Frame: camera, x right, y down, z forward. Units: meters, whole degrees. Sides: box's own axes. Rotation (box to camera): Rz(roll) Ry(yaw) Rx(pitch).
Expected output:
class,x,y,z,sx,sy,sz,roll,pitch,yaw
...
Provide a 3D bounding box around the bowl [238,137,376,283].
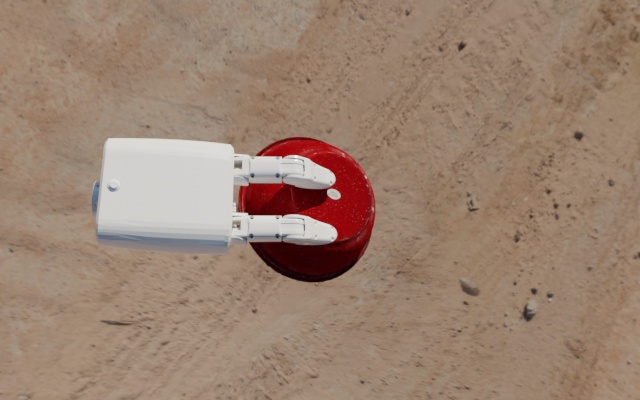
class,x,y,z,sx,sy,sz,roll,pitch,yaw
bowl,0.001,0.001,0.495,0.162,0.162,0.055,0,-14,-28
